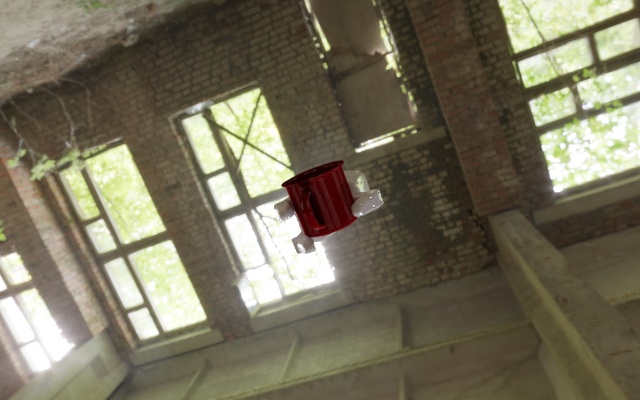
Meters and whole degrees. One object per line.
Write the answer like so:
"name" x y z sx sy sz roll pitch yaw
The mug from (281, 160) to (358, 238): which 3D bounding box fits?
"mug" 0.000 0.003 0.647 0.093 0.081 0.117 -18 11 17
